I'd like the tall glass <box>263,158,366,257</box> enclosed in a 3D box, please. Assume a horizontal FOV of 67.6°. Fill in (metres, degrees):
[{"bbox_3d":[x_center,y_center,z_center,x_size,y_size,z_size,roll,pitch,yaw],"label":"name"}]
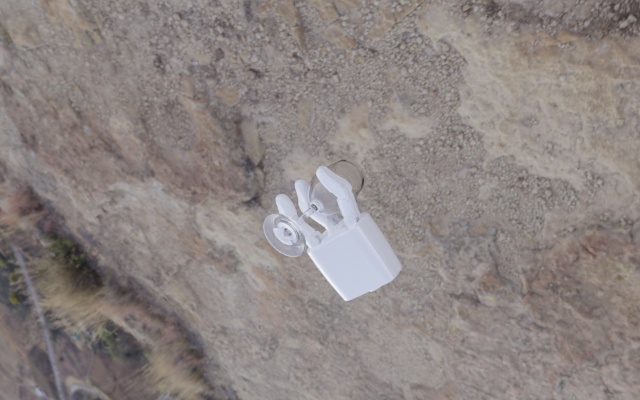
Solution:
[{"bbox_3d":[0.000,0.003,0.753,0.079,0.079,0.201,0,29,37],"label":"tall glass"}]
